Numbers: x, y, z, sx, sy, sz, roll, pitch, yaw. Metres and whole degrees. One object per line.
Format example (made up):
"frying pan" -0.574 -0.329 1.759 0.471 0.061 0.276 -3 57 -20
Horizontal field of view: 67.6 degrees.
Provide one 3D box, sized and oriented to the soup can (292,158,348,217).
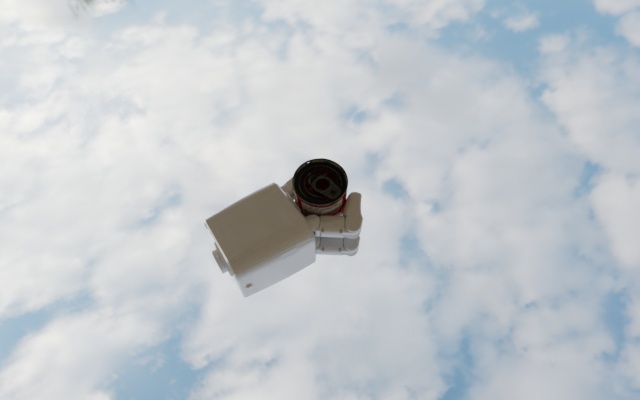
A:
"soup can" 0.000 0.002 0.620 0.068 0.068 0.102 0 -30 1
